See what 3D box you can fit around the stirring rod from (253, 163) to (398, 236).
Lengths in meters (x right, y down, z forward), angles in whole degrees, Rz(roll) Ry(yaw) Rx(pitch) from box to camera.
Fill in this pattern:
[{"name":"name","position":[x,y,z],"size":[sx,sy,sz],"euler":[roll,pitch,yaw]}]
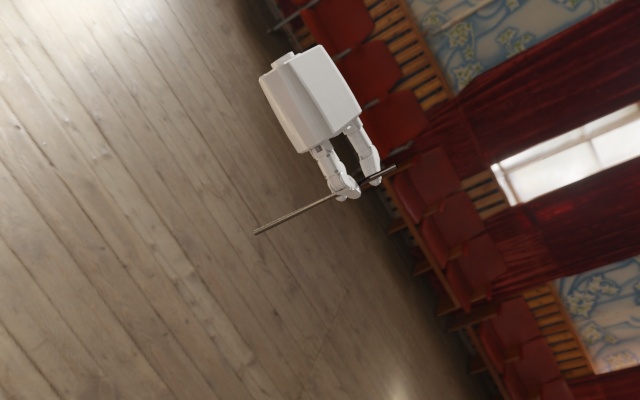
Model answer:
[{"name":"stirring rod","position":[0.000,0.002,0.668],"size":[0.239,0.011,0.011],"euler":[-26,-11,25]}]
